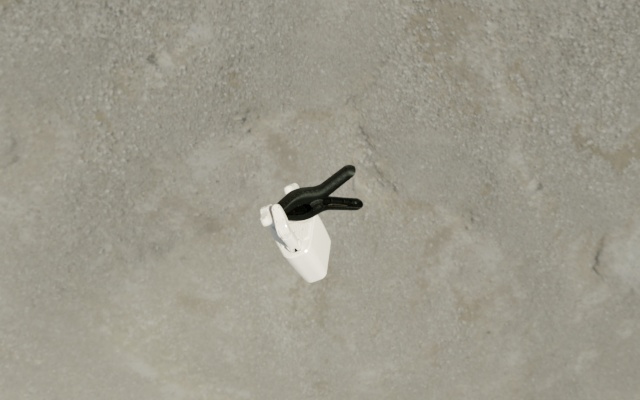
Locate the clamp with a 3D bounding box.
[{"bbox_3d":[0.000,0.003,0.889,0.171,0.039,0.120,-21,-44,9],"label":"clamp"}]
